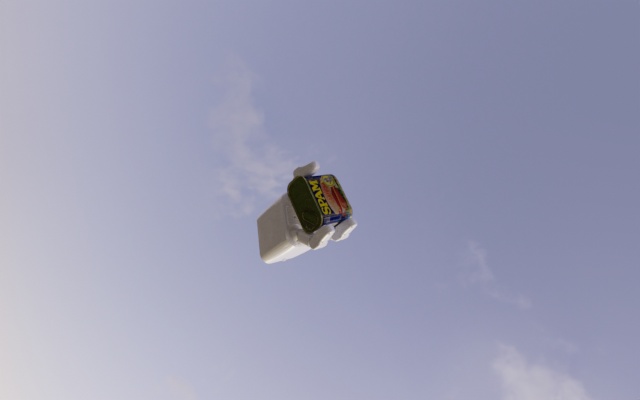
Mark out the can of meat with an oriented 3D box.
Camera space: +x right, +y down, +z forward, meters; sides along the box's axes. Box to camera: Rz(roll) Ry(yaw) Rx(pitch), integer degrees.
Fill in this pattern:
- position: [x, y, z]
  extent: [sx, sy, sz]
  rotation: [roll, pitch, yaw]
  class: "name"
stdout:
- position: [0.000, 0.003, 0.864]
  extent: [0.084, 0.102, 0.057]
  rotation: [-9, -22, -44]
  class: "can of meat"
